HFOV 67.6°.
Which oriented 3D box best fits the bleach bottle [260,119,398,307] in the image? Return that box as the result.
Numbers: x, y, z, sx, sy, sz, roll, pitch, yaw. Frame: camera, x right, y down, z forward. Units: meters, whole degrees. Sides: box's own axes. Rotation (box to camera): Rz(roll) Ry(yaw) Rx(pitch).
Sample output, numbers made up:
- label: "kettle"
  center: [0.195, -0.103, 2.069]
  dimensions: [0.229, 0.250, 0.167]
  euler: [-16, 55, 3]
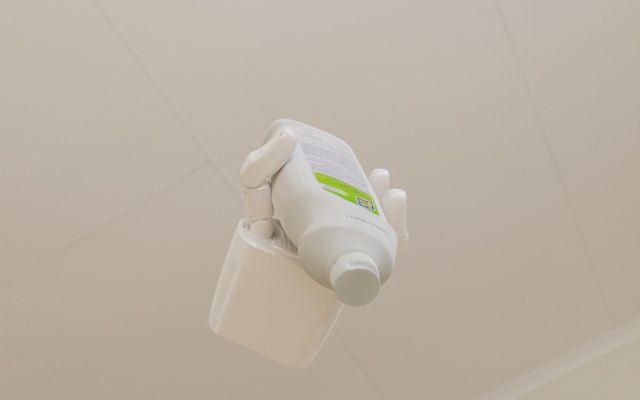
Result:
- label: "bleach bottle"
  center: [0.000, 0.001, 0.404]
  dimensions: [0.102, 0.068, 0.250]
  euler: [18, 20, -14]
